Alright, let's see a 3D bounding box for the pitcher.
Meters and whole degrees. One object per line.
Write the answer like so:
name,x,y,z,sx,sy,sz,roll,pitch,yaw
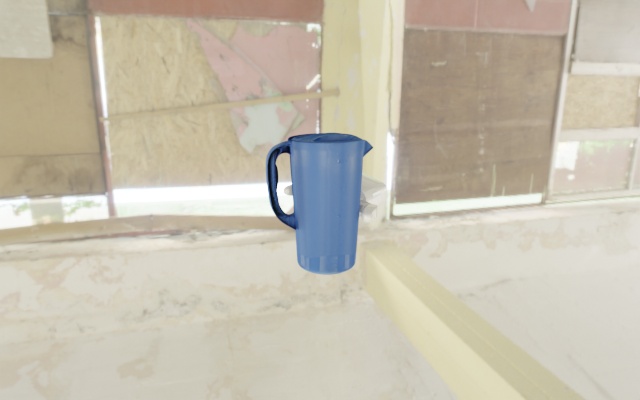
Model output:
pitcher,0.000,0.003,0.847,0.149,0.243,0.145,8,17,29
